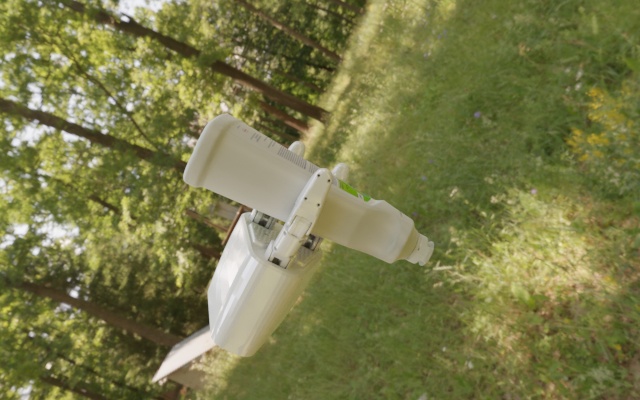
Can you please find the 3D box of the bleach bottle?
[{"bbox_3d":[0.000,0.001,0.474,0.251,0.068,0.102,27,15,-7],"label":"bleach bottle"}]
